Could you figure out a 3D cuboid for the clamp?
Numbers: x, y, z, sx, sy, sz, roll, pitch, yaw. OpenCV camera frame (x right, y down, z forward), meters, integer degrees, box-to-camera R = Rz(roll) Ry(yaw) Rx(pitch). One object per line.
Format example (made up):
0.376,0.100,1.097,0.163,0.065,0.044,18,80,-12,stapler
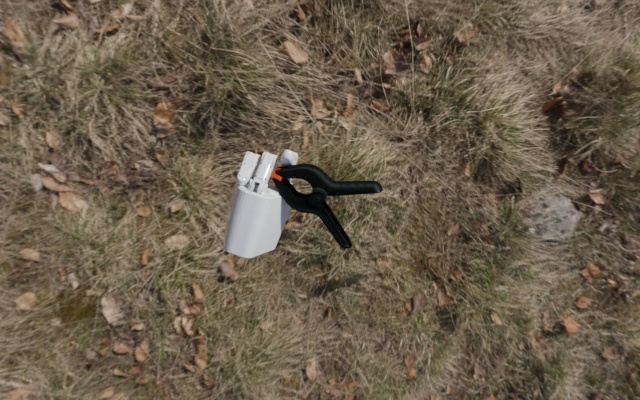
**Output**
0.000,0.002,0.752,0.171,0.120,0.039,19,14,6,clamp
